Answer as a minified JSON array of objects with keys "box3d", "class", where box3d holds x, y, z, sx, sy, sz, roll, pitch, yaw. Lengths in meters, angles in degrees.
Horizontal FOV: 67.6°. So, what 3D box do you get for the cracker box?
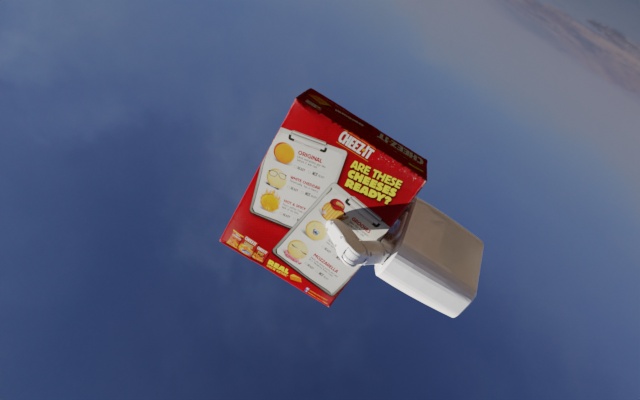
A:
[{"box3d":[0.000,0.002,0.571,0.164,0.214,0.072,32,28,-2],"class":"cracker box"}]
